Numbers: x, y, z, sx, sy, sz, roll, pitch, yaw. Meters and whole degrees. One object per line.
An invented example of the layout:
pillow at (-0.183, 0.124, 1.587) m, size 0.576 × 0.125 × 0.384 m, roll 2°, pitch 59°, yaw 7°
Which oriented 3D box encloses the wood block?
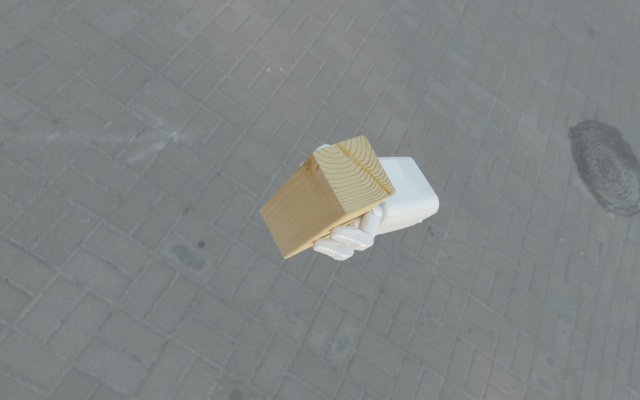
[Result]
wood block at (0.000, 0.002, 0.682) m, size 0.090 × 0.091 × 0.206 m, roll -23°, pitch -10°, yaw -33°
